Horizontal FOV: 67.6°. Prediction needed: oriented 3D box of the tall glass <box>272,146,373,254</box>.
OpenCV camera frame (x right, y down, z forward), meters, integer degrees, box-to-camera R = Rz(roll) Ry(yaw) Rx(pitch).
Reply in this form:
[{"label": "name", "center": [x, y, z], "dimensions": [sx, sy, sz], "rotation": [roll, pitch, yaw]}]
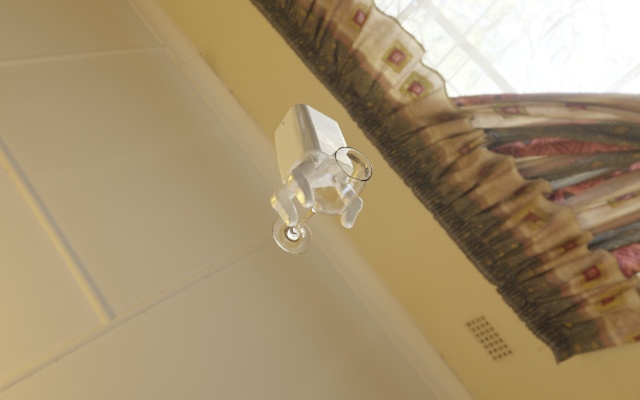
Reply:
[{"label": "tall glass", "center": [0.000, 0.003, 0.739], "dimensions": [0.079, 0.079, 0.201], "rotation": [0, -33, -35]}]
